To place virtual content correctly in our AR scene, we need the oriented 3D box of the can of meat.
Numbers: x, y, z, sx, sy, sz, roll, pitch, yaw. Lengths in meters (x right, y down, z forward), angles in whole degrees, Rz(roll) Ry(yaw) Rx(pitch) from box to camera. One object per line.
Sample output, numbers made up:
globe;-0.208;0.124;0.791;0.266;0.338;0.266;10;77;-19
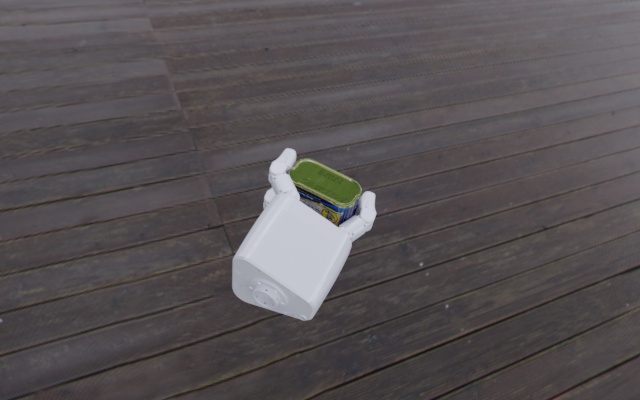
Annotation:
can of meat;0.000;0.002;0.642;0.102;0.084;0.057;26;50;12
